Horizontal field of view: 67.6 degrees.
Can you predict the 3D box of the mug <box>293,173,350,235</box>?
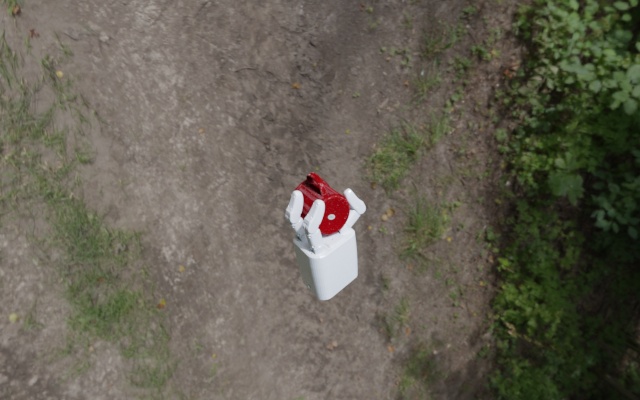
[{"bbox_3d":[0.000,0.002,0.892,0.093,0.117,0.081,-23,32,-23],"label":"mug"}]
